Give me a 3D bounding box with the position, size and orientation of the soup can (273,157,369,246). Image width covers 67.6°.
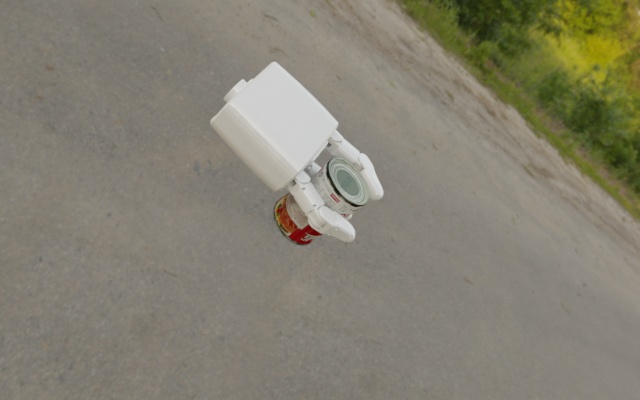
[{"bbox_3d":[0.001,0.002,0.576,0.102,0.068,0.068,-37,-23,35],"label":"soup can"}]
